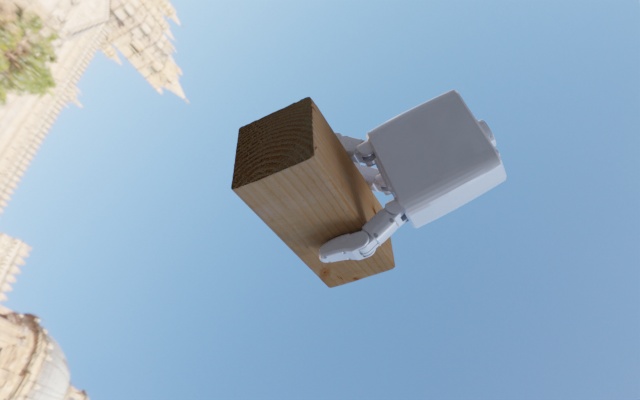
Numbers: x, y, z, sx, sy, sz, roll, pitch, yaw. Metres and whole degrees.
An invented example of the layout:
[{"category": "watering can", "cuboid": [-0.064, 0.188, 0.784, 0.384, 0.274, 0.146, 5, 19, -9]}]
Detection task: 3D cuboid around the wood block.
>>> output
[{"category": "wood block", "cuboid": [0.001, 0.002, 0.527, 0.090, 0.090, 0.206, -20, -44, 19]}]
